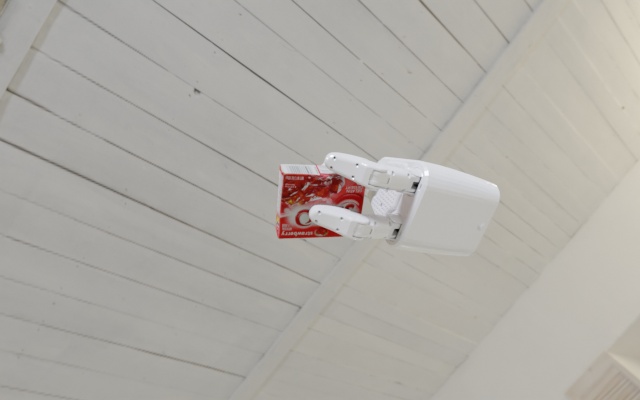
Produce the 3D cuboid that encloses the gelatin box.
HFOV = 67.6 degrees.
[{"bbox_3d":[0.000,0.001,0.497,0.089,0.073,0.030,0,25,-14],"label":"gelatin box"}]
